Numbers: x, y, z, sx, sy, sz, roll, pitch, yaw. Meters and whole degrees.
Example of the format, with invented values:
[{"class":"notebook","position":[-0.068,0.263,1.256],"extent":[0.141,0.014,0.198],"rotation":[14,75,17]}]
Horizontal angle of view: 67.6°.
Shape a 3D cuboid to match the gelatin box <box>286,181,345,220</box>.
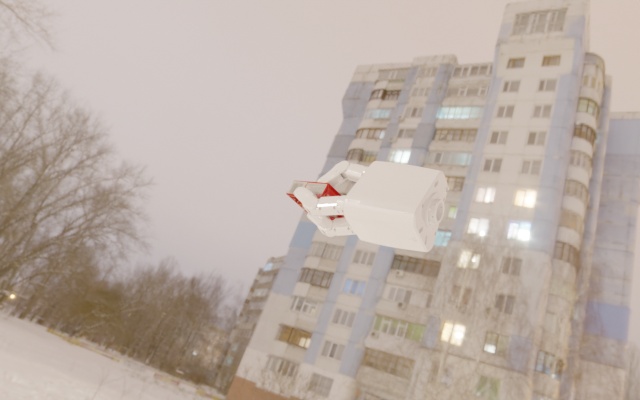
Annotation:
[{"class":"gelatin box","position":[0.000,0.002,0.753],"extent":[0.089,0.030,0.073],"rotation":[7,-29,48]}]
